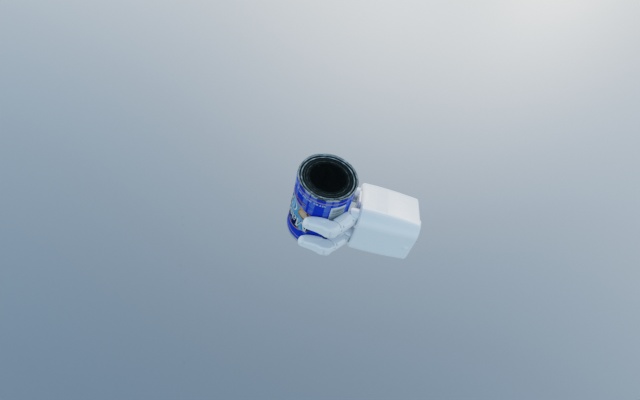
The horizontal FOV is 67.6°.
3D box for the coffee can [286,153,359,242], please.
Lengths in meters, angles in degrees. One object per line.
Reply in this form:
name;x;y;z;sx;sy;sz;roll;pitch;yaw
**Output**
coffee can;0.000;0.003;0.832;0.103;0.102;0.140;0;-37;-13
